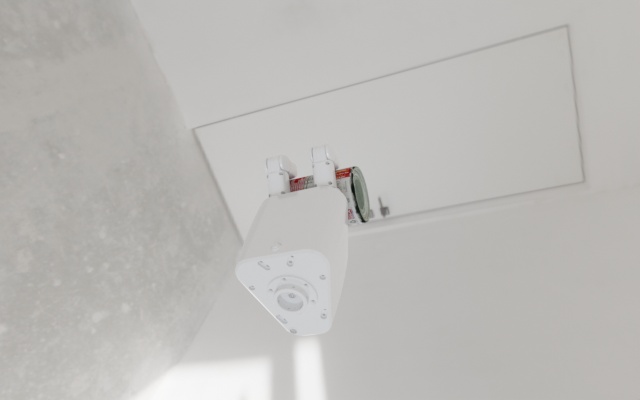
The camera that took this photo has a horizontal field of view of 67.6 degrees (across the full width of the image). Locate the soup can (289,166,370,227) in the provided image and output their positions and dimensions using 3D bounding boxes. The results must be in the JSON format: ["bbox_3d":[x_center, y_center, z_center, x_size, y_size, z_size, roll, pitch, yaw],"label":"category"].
[{"bbox_3d":[0.000,0.002,0.558,0.102,0.068,0.068,-11,-4,18],"label":"soup can"}]
